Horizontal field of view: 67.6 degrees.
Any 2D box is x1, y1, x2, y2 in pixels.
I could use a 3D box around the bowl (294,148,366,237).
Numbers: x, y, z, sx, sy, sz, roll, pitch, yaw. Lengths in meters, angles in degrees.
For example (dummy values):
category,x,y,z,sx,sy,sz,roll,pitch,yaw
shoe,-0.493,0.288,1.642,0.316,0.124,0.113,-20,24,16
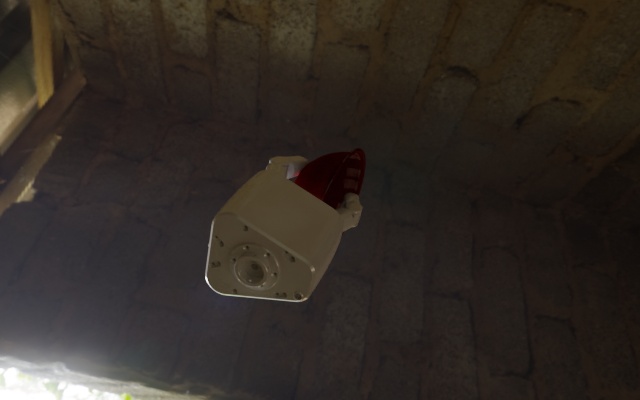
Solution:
category,x,y,z,sx,sy,sz,roll,pitch,yaw
bowl,0.000,0.002,0.607,0.055,0.162,0.162,22,7,17
